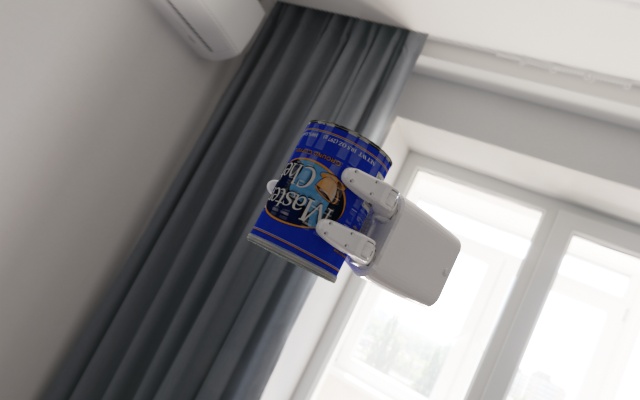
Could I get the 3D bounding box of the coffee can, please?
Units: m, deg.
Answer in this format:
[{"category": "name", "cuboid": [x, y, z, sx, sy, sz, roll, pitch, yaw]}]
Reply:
[{"category": "coffee can", "cuboid": [0.000, 0.002, 0.505, 0.103, 0.140, 0.103, 26, -9, 4]}]
